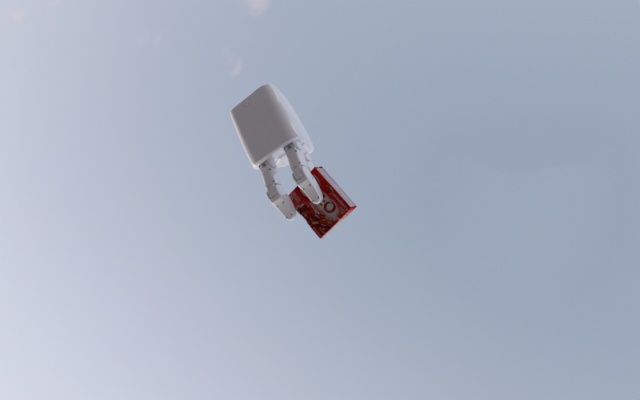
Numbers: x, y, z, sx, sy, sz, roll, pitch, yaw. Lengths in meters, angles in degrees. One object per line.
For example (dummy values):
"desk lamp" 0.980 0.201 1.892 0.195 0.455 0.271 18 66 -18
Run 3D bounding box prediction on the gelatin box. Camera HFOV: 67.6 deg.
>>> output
"gelatin box" 0.001 0.003 0.744 0.073 0.089 0.030 -46 -13 21
